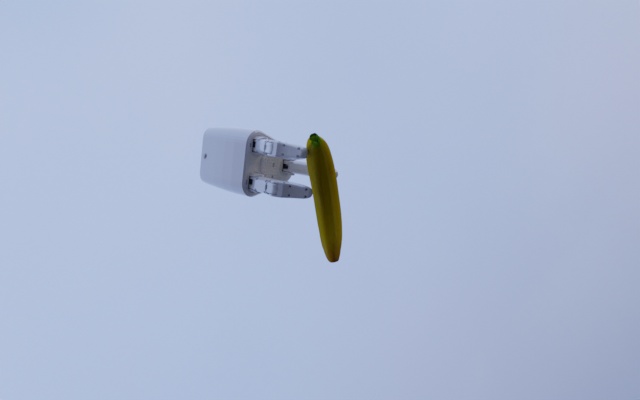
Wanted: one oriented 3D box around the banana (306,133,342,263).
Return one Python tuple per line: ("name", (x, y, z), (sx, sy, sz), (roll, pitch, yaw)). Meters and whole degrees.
("banana", (0.004, -0.010, 0.671), (0.037, 0.198, 0.069), (-3, 27, 16))
